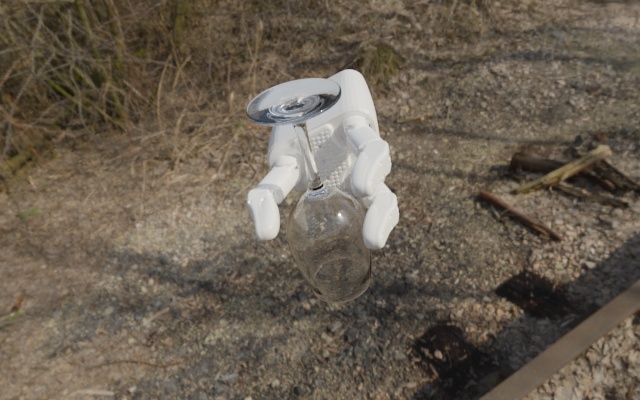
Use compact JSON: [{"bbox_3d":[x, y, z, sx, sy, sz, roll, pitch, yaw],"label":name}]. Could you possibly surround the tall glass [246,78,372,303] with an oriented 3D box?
[{"bbox_3d":[0.000,0.001,0.419,0.079,0.201,0.079,-10,36,7],"label":"tall glass"}]
